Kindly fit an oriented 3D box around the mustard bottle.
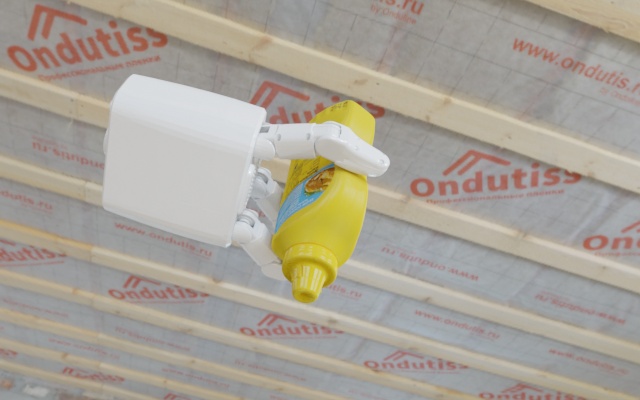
[{"bbox_3d":[0.000,0.001,0.403,0.058,0.191,0.096,35,-50,-22],"label":"mustard bottle"}]
